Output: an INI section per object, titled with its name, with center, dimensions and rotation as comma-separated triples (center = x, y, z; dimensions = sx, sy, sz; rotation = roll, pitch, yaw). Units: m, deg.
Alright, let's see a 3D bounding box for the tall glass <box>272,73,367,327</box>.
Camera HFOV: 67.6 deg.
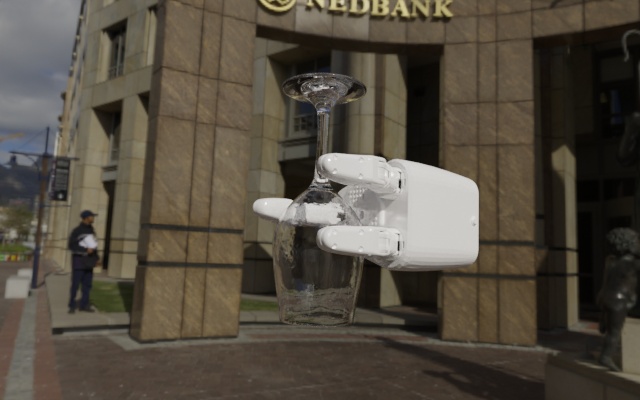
[tall glass]
center = 0.000, 0.001, 0.407
dimensions = 0.079, 0.201, 0.079
rotation = 2, -7, 0
